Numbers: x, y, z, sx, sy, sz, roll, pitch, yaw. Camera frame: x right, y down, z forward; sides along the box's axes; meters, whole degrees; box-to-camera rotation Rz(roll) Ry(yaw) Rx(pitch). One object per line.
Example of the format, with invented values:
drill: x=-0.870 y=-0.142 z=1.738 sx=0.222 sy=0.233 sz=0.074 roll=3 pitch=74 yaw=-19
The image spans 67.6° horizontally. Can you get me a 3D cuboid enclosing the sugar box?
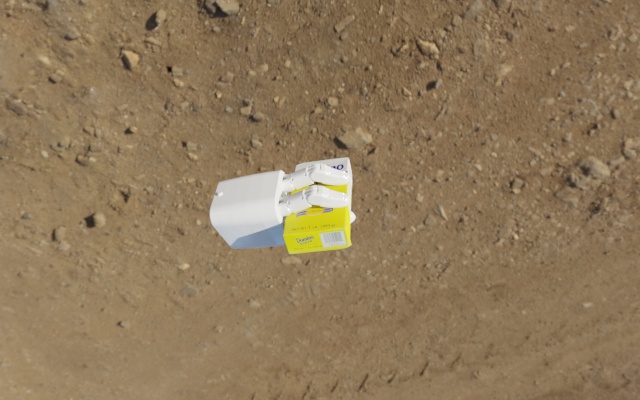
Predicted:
sugar box: x=0.000 y=0.002 z=0.735 sx=0.093 sy=0.048 sz=0.176 roll=-7 pitch=40 yaw=9
